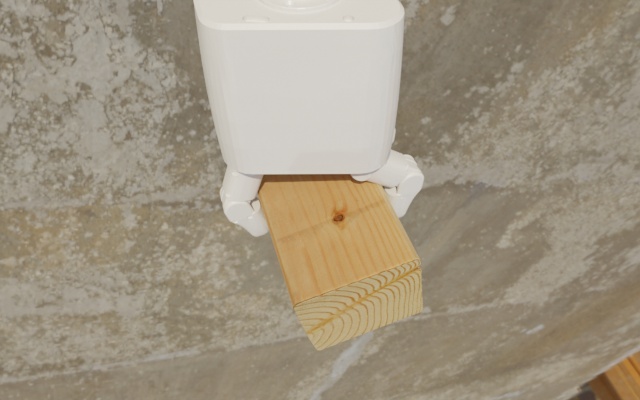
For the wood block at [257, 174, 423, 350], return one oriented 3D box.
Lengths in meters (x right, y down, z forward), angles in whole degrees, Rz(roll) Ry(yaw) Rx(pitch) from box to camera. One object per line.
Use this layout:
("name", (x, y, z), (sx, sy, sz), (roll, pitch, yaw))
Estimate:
("wood block", (0.000, 0.001, 0.400), (0.091, 0.206, 0.090), (-20, -37, -2))
